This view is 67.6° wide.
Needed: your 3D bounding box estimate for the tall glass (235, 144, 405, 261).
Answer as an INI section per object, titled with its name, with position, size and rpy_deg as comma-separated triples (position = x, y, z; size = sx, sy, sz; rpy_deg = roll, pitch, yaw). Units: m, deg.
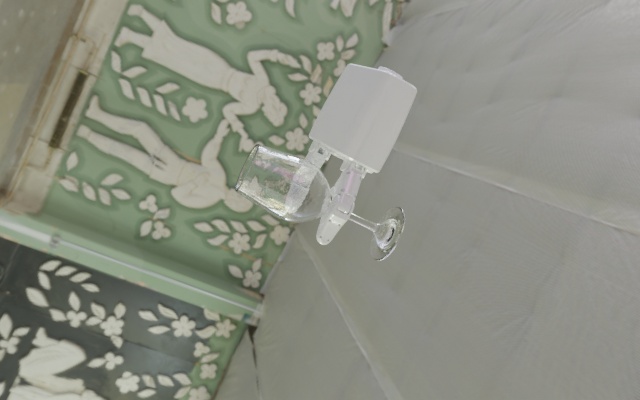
[tall glass]
position = 0.001, 0.002, 0.583
size = 0.201, 0.079, 0.079
rpy_deg = 25, -8, -17
